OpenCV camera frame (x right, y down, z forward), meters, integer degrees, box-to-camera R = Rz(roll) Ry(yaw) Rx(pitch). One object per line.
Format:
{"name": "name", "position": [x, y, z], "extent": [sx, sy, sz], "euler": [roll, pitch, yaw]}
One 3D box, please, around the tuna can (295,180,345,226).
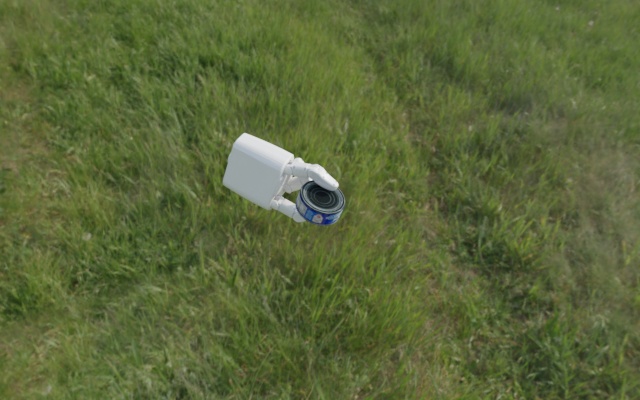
{"name": "tuna can", "position": [0.000, 0.002, 0.860], "extent": [0.086, 0.086, 0.034], "euler": [0, -42, -23]}
